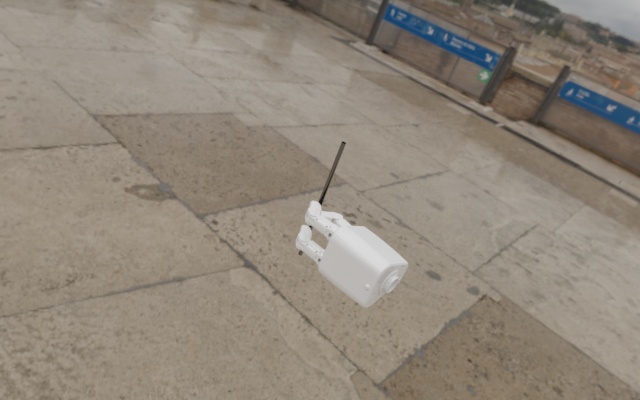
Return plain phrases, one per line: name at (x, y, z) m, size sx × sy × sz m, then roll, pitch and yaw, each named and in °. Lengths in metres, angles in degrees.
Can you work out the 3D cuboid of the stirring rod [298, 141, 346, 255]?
stirring rod at (0.000, 0.003, 0.849) m, size 0.011 × 0.240 × 0.011 m, roll 16°, pitch 28°, yaw -9°
